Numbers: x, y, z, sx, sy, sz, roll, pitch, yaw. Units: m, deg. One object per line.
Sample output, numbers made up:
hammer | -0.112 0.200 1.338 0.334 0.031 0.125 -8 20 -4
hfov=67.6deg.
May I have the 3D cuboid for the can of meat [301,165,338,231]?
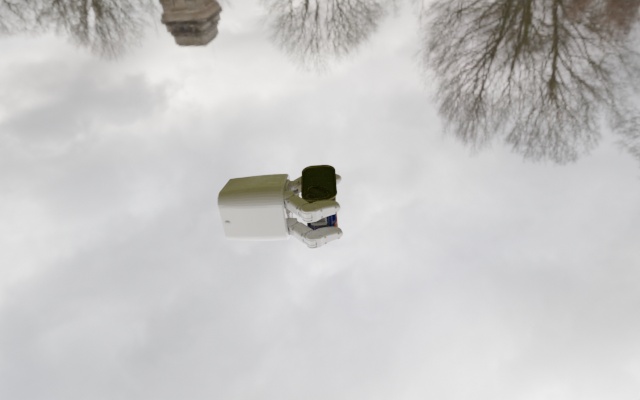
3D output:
can of meat | 0.000 0.003 0.795 0.057 0.084 0.102 -4 36 1
